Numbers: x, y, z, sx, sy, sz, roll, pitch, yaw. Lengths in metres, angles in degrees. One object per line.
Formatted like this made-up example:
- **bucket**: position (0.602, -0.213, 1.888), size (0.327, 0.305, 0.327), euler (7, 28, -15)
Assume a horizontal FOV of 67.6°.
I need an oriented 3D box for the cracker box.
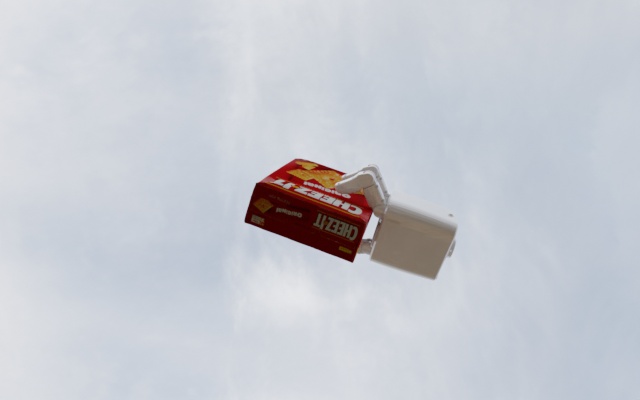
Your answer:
- **cracker box**: position (0.000, 0.003, 0.743), size (0.164, 0.072, 0.213), euler (19, 17, 7)
